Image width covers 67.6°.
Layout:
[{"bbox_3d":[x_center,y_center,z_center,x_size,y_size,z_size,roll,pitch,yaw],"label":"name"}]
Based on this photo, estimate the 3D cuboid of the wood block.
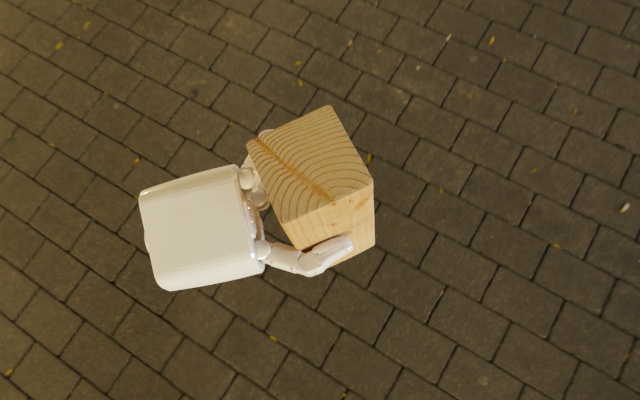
[{"bbox_3d":[0.000,0.002,0.517,0.090,0.090,0.206,-25,-21,-3],"label":"wood block"}]
